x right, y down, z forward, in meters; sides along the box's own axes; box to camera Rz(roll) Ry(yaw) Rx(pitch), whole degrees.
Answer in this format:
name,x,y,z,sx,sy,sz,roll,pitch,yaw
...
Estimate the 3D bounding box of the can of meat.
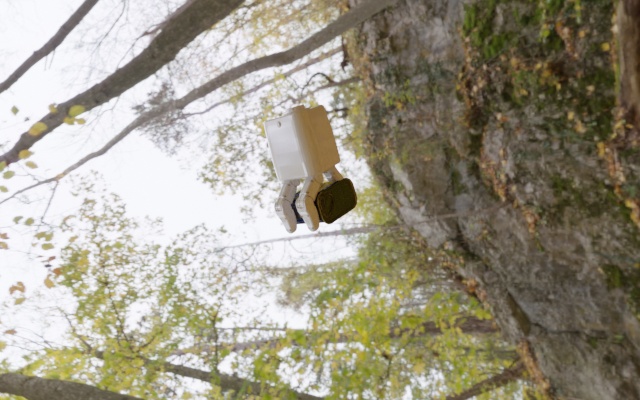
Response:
name,x,y,z,sx,sy,sz,roll,pitch,yaw
can of meat,0.000,0.003,0.833,0.084,0.057,0.102,-5,18,41
